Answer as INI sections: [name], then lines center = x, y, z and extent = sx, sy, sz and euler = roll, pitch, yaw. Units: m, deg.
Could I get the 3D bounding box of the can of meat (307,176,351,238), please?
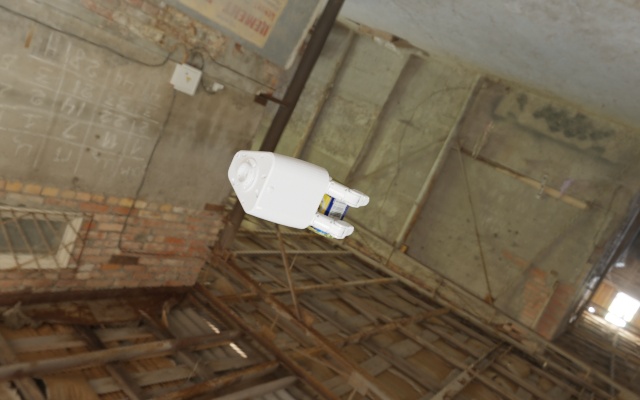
[can of meat]
center = 0.000, 0.003, 0.788
extent = 0.057, 0.084, 0.102
euler = 16, 13, -44
